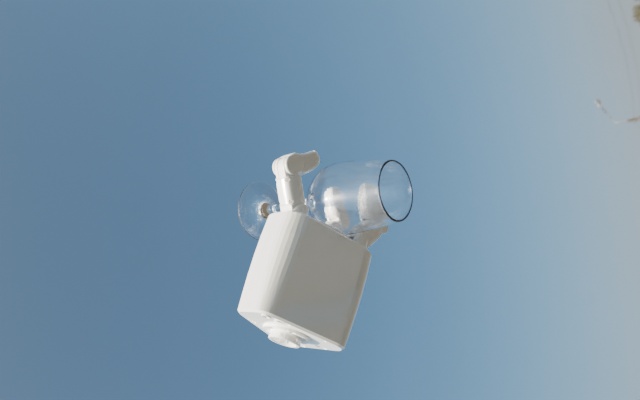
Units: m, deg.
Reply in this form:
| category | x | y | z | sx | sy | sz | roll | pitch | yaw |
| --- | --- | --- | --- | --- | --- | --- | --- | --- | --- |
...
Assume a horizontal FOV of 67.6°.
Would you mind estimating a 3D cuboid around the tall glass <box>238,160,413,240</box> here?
| category | x | y | z | sx | sy | sz | roll | pitch | yaw |
| --- | --- | --- | --- | --- | --- | --- | --- | --- | --- |
| tall glass | 0.000 | 0.002 | 0.531 | 0.201 | 0.079 | 0.079 | -9 | -6 | 41 |
